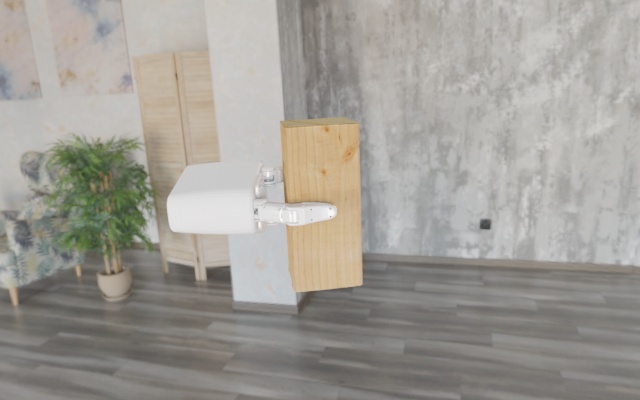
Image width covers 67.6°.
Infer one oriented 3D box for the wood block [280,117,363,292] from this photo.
[{"bbox_3d":[0.000,0.002,0.616,0.090,0.206,0.090,-5,15,-7],"label":"wood block"}]
